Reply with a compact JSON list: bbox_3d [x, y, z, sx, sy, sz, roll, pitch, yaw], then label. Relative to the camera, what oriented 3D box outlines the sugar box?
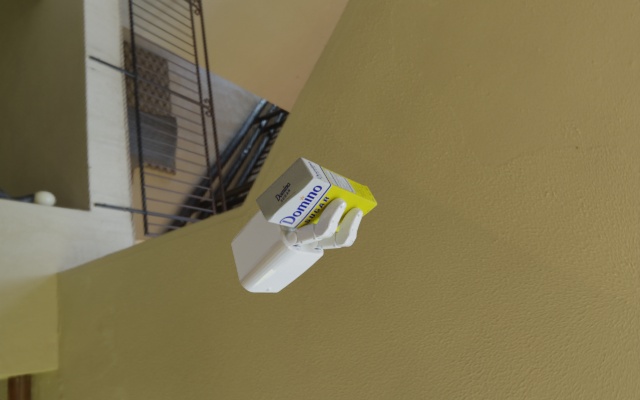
[{"bbox_3d":[0.000,0.003,0.692,0.093,0.048,0.176,-42,-29,21],"label":"sugar box"}]
